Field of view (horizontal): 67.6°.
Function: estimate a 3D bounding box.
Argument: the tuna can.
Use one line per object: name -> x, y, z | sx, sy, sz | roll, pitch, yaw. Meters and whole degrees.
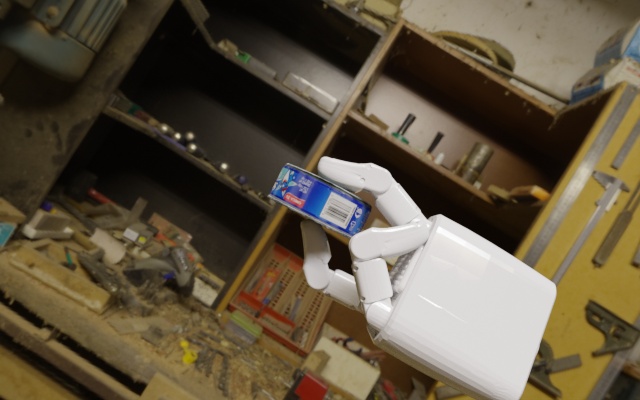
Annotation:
tuna can -> 0.000, 0.001, 0.410 | 0.086, 0.034, 0.086 | 27, -1, 0
